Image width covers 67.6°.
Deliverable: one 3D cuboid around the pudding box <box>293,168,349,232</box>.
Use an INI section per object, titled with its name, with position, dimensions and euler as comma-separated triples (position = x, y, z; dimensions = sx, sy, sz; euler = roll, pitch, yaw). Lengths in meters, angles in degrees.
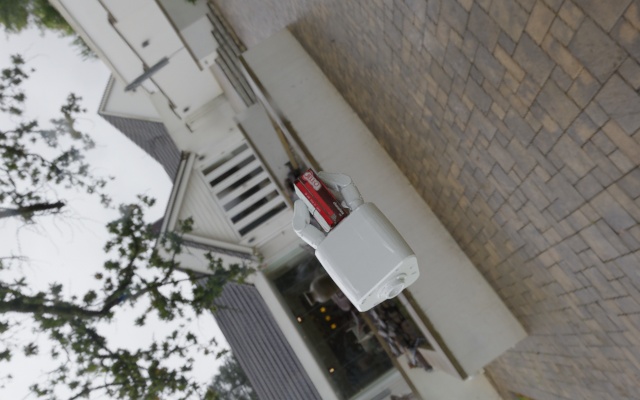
[pudding box]
position = 0.000, 0.003, 0.733
dimensions = 0.039, 0.090, 0.113
euler = -38, -5, -6
